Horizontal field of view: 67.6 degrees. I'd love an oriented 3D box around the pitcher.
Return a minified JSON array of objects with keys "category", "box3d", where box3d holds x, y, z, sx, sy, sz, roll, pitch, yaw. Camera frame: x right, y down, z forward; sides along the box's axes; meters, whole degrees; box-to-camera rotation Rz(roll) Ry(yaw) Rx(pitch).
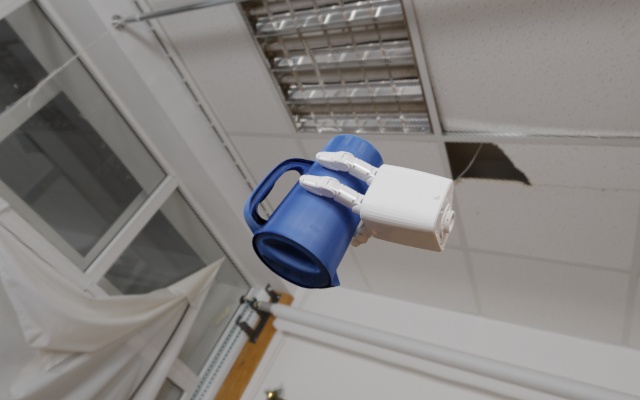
[{"category":"pitcher","box3d":[0.000,0.003,0.752,0.145,0.242,0.149,14,-37,26]}]
